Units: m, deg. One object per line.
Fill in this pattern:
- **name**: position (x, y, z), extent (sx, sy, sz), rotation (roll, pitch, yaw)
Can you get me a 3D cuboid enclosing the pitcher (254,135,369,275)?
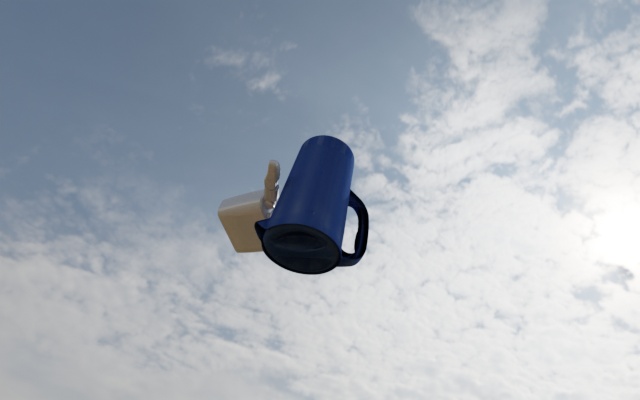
- **pitcher**: position (0.000, 0.003, 0.841), extent (0.145, 0.242, 0.149), rotation (-12, -49, 28)
